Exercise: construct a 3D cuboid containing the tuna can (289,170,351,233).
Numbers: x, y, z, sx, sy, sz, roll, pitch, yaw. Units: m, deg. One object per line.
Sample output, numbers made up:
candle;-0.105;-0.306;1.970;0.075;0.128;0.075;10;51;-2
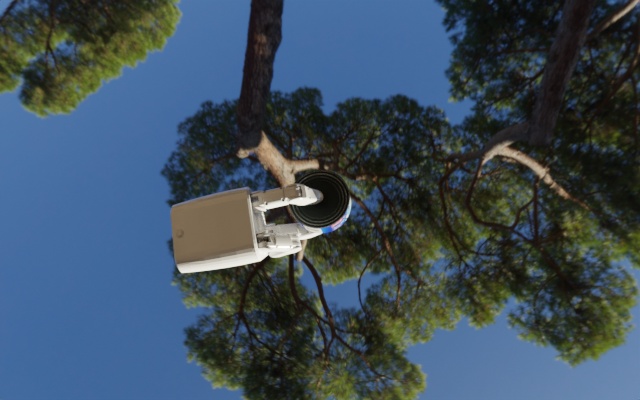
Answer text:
tuna can;0.000;0.002;0.670;0.086;0.086;0.034;0;-19;8
